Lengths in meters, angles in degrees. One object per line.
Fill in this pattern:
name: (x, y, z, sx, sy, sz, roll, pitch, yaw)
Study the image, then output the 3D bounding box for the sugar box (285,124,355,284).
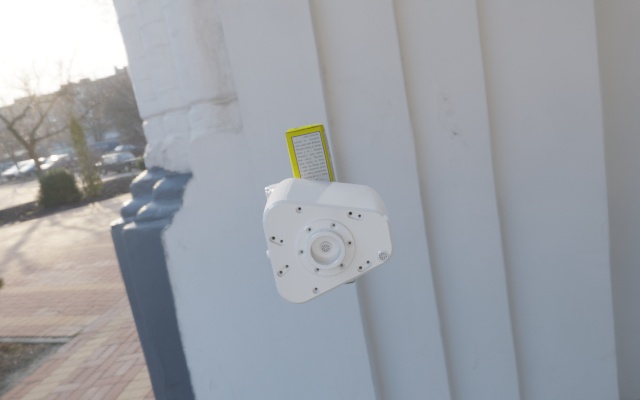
sugar box: (0.000, 0.002, 0.549, 0.048, 0.176, 0.093, -10, 10, 2)
